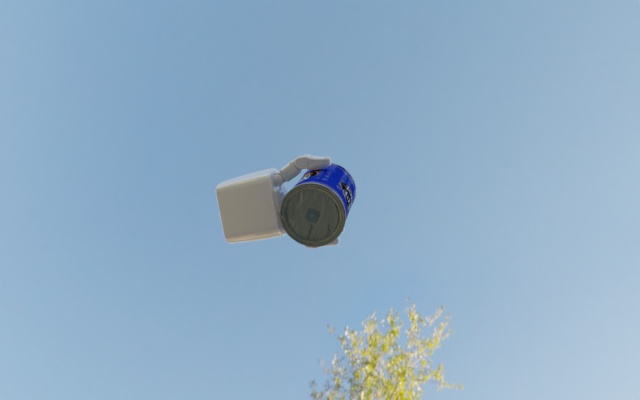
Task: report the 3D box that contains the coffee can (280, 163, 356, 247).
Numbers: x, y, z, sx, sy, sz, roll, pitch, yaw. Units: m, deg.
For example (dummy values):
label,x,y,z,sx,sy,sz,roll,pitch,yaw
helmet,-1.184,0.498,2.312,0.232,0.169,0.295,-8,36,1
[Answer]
label,x,y,z,sx,sy,sz,roll,pitch,yaw
coffee can,0.000,0.003,0.787,0.103,0.103,0.140,0,18,11
